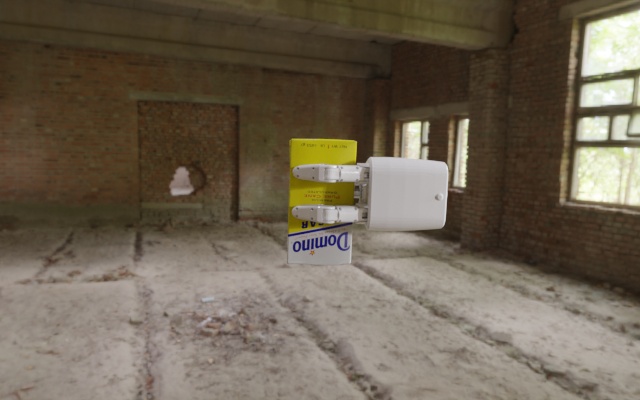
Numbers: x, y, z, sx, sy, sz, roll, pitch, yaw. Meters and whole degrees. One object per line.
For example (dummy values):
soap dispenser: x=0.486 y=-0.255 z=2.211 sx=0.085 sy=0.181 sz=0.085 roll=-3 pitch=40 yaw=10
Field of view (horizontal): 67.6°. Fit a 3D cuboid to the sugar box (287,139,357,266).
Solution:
sugar box: x=0.000 y=0.002 z=0.675 sx=0.093 sy=0.176 sz=0.048 roll=1 pitch=6 yaw=-3
